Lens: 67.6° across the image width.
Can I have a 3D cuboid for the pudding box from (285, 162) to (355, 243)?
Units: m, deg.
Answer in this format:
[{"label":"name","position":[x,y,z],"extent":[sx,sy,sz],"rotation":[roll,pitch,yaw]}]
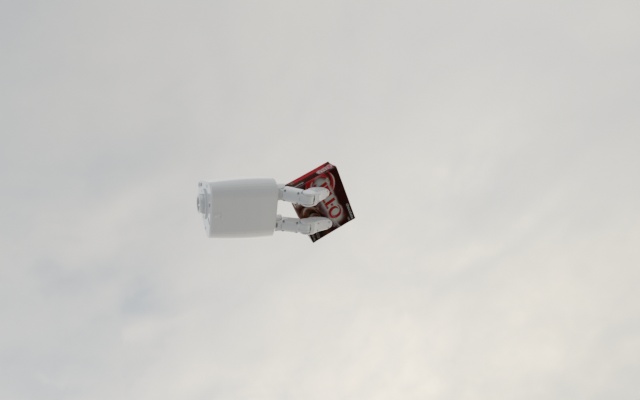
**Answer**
[{"label":"pudding box","position":[0.000,0.003,0.819],"extent":[0.090,0.114,0.039],"rotation":[-29,33,-12]}]
